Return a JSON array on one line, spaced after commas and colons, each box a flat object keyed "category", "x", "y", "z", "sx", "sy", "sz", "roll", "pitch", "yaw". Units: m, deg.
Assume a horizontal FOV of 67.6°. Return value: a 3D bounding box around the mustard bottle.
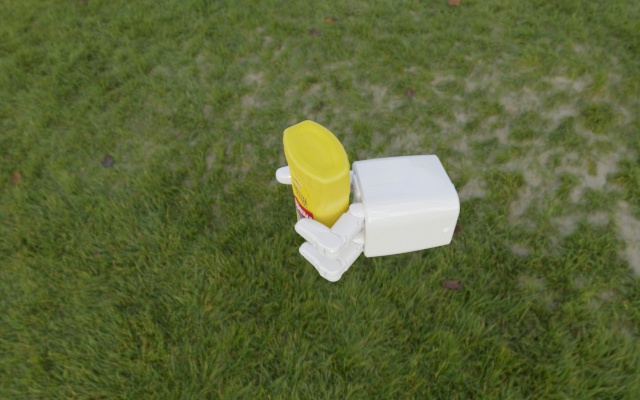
[{"category": "mustard bottle", "x": 0.000, "y": 0.002, "z": 0.575, "sx": 0.058, "sy": 0.096, "sz": 0.192, "roll": -27, "pitch": -34, "yaw": -15}]
